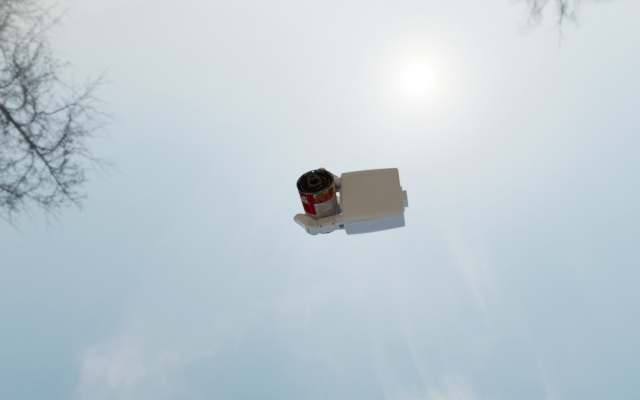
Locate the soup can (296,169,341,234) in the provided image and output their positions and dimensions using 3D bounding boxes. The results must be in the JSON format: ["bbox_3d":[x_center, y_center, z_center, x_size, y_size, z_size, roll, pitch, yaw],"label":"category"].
[{"bbox_3d":[0.000,0.003,0.872,0.068,0.102,0.068,-9,40,8],"label":"soup can"}]
